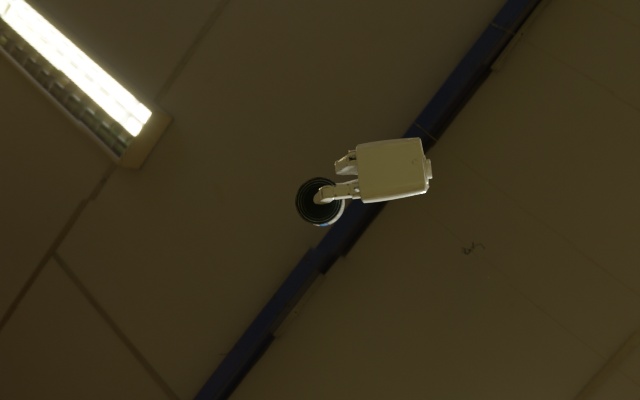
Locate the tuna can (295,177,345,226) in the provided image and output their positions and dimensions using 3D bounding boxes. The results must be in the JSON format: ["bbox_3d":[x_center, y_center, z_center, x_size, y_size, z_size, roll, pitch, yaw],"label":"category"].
[{"bbox_3d":[0.000,0.003,0.857,0.086,0.086,0.034,0,-9,14],"label":"tuna can"}]
